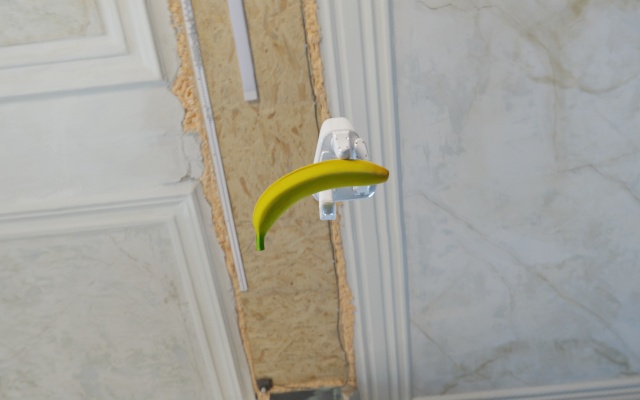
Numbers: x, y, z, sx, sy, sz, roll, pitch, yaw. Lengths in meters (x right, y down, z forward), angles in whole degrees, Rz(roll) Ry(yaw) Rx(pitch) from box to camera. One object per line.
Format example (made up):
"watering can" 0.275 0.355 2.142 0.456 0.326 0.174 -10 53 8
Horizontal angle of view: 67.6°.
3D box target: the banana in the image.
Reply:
"banana" -0.012 -0.011 0.609 0.198 0.070 0.037 -29 18 9
